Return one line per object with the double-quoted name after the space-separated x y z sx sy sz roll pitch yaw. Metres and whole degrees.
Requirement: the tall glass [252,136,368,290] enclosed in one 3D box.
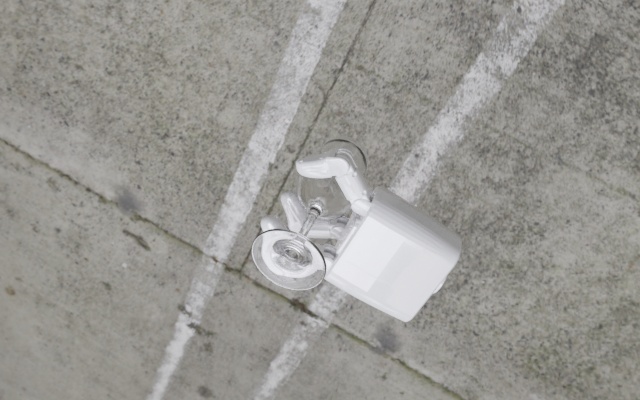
0.000 0.002 0.521 0.079 0.079 0.201 0 34 21 "tall glass"
